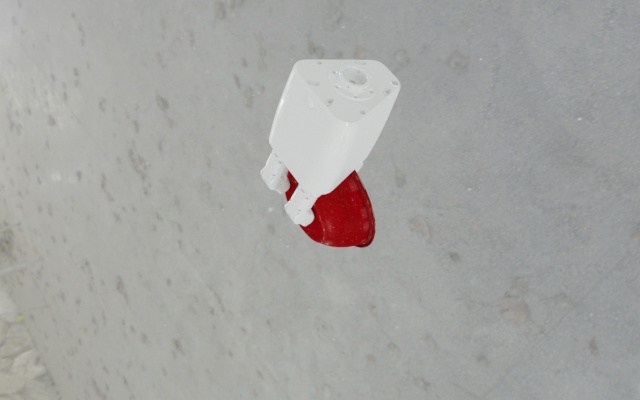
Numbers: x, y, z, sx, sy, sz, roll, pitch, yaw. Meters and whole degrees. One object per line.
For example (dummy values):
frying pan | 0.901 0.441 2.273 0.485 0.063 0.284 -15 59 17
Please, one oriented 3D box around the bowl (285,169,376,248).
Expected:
bowl | 0.000 0.003 0.622 0.055 0.162 0.162 -29 11 -22
